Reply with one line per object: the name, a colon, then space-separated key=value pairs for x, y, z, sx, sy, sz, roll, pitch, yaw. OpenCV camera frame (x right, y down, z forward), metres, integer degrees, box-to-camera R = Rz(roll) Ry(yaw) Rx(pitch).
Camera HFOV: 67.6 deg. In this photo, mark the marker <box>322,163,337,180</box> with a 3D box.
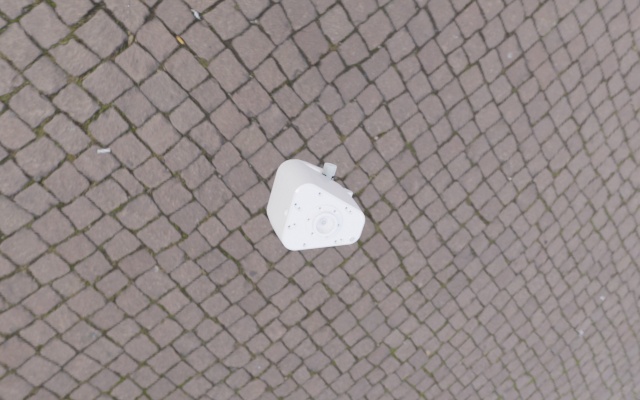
marker: x=0.000 y=0.002 z=0.732 sx=0.020 sy=0.121 sz=0.020 roll=14 pitch=16 yaw=-4
